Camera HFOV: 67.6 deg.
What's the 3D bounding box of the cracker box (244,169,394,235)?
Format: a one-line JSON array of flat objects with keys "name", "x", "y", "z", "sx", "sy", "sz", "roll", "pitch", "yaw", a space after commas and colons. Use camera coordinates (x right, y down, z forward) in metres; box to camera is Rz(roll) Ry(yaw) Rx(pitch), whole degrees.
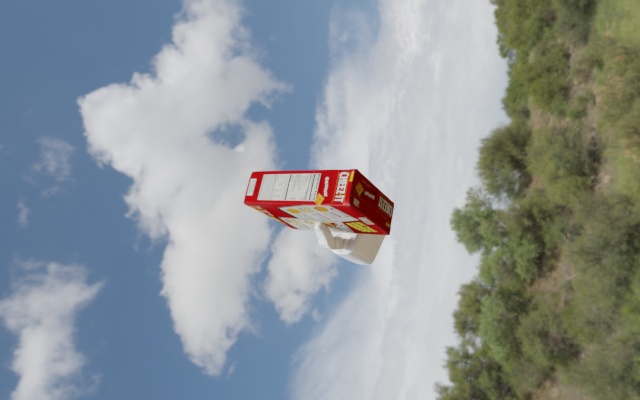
[{"name": "cracker box", "x": 0.000, "y": 0.003, "z": 0.846, "sx": 0.213, "sy": 0.072, "sz": 0.164, "roll": 1, "pitch": -19, "yaw": 32}]
